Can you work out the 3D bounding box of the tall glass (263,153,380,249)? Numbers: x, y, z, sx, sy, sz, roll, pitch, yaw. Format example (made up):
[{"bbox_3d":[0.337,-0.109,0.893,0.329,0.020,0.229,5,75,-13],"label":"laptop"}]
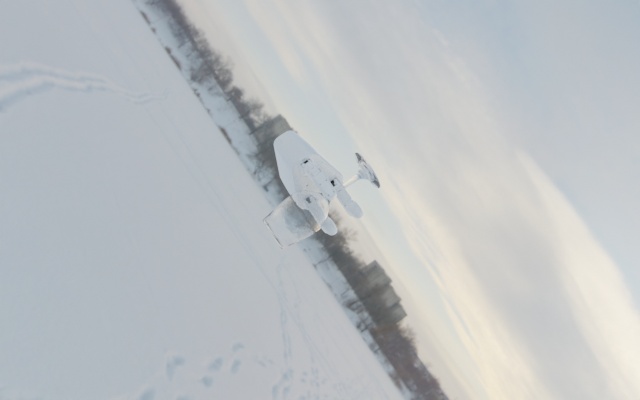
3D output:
[{"bbox_3d":[0.001,0.002,0.823,0.201,0.079,0.079,-34,3,-5],"label":"tall glass"}]
